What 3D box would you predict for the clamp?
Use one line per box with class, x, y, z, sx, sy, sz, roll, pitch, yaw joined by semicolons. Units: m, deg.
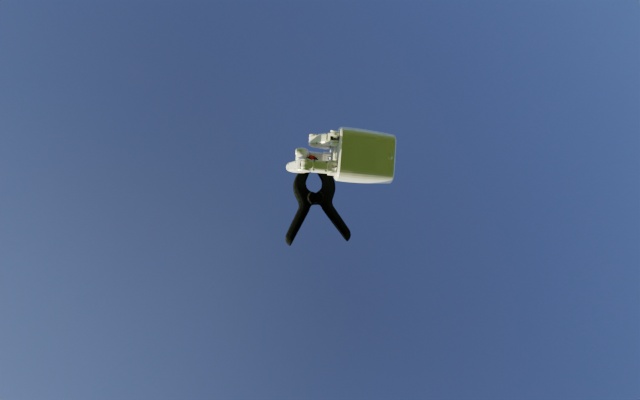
clamp;0.000;0.003;0.893;0.120;0.171;0.039;5;-4;-9
